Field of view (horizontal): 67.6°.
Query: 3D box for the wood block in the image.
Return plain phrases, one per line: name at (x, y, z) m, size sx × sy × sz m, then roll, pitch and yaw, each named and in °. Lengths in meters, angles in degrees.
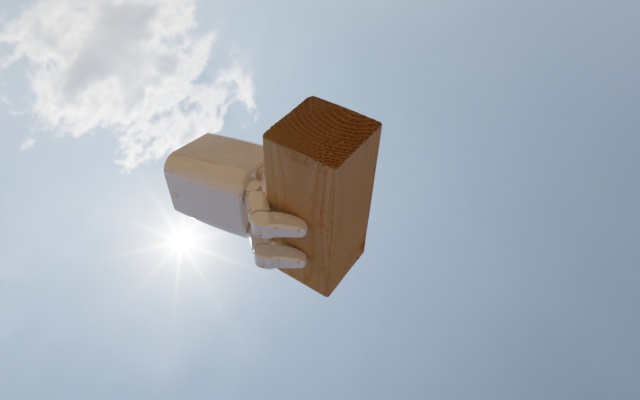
wood block at (0.000, 0.002, 0.542) m, size 0.090 × 0.206 × 0.090 m, roll 26°, pitch 50°, yaw 22°
